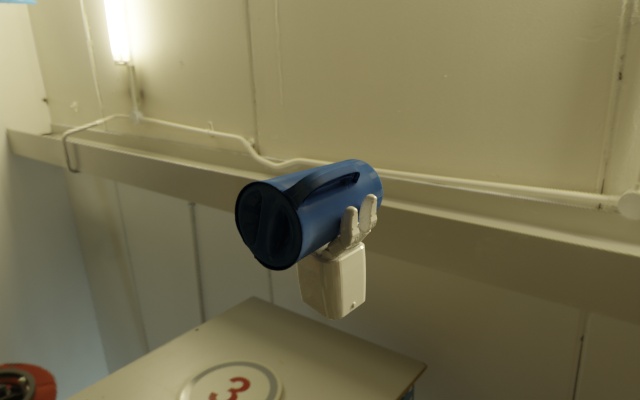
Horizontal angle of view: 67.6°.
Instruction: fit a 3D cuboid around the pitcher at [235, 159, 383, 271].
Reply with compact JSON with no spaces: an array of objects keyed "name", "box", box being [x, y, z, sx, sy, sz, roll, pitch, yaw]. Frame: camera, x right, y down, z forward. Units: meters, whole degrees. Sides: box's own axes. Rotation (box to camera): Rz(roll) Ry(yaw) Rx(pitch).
[{"name":"pitcher","box":[0.000,0.003,0.753,0.149,0.145,0.243,9,21,38]}]
